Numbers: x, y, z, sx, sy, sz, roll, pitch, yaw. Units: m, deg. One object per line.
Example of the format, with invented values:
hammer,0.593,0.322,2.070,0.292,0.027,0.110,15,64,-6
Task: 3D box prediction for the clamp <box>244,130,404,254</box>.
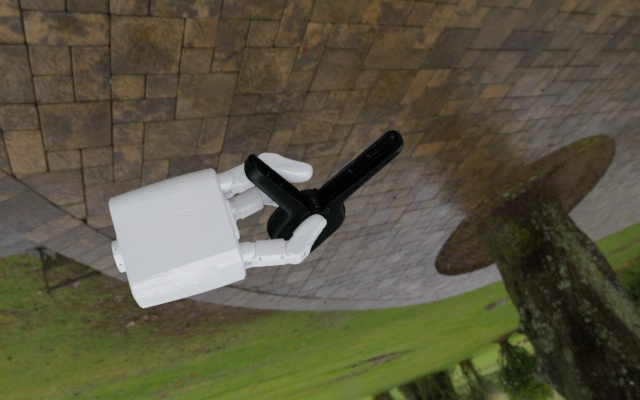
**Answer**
clamp,0.000,0.003,0.528,0.164,0.036,0.210,-15,-30,-15
